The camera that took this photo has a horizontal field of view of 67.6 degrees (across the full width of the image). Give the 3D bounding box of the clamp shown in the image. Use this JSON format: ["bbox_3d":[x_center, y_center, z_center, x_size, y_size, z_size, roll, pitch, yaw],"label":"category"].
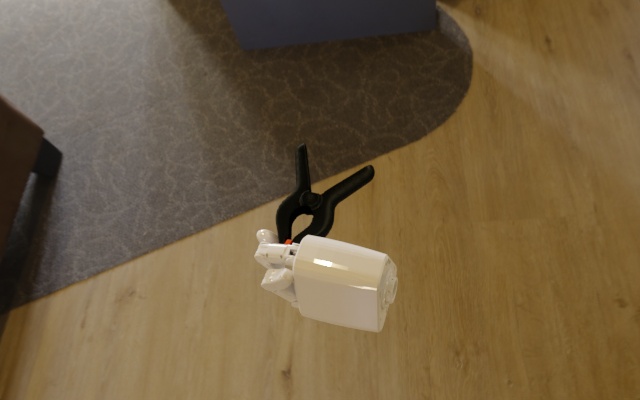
[{"bbox_3d":[0.000,0.002,0.649,0.120,0.171,0.039,9,-24,21],"label":"clamp"}]
